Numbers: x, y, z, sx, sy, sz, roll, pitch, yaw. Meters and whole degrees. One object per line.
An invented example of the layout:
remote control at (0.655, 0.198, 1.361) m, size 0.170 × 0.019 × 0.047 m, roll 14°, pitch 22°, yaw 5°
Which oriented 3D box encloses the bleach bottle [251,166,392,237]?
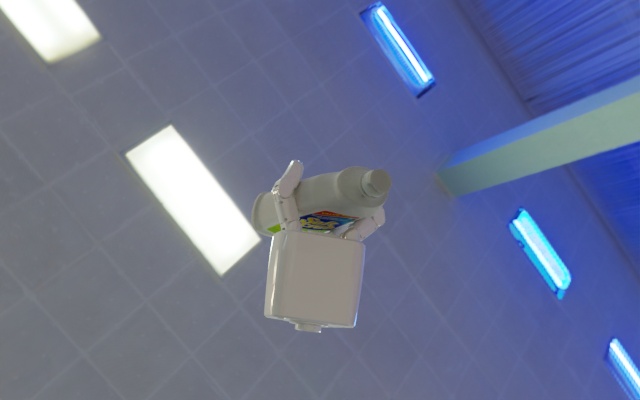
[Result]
bleach bottle at (0.000, 0.002, 0.634) m, size 0.102 × 0.068 × 0.251 m, roll 17°, pitch -20°, yaw -25°
